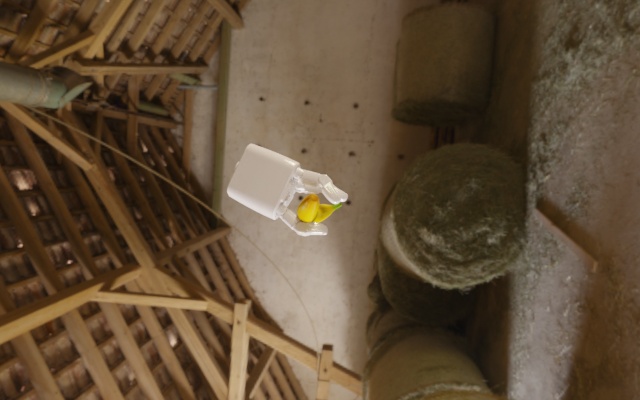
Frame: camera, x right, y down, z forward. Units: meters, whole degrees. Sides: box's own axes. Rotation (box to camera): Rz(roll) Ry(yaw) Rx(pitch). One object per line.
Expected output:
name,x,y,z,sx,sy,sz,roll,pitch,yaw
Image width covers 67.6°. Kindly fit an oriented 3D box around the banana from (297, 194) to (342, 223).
banana,-0.012,0.016,0.905,0.037,0.069,0.198,46,9,11
